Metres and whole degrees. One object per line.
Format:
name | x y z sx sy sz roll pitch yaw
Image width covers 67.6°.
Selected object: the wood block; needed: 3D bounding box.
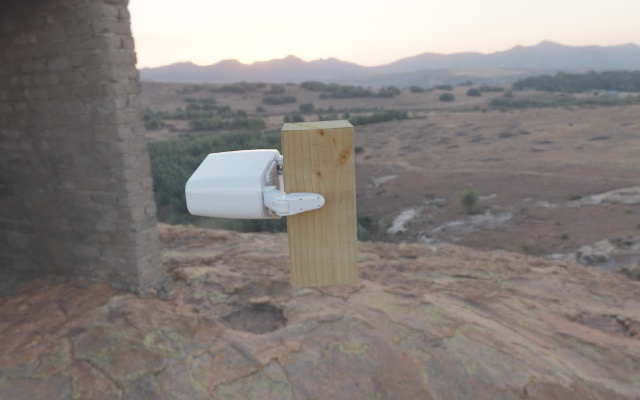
wood block | 0.000 0.002 0.641 0.090 0.206 0.090 -3 15 -1
